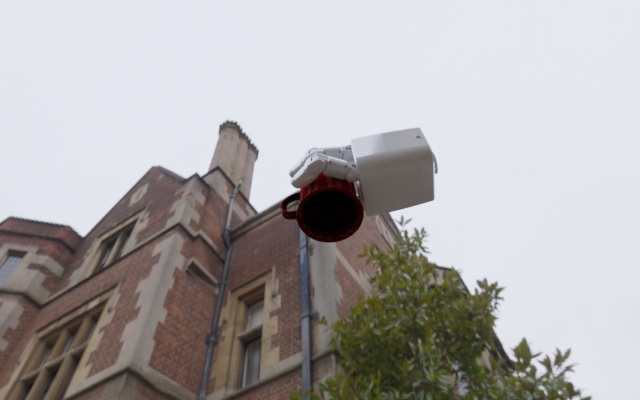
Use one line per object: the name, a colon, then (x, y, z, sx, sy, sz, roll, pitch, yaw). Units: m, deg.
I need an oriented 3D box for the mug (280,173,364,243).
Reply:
mug: (-0.001, 0.002, 0.690, 0.117, 0.093, 0.081, -11, 32, 4)
